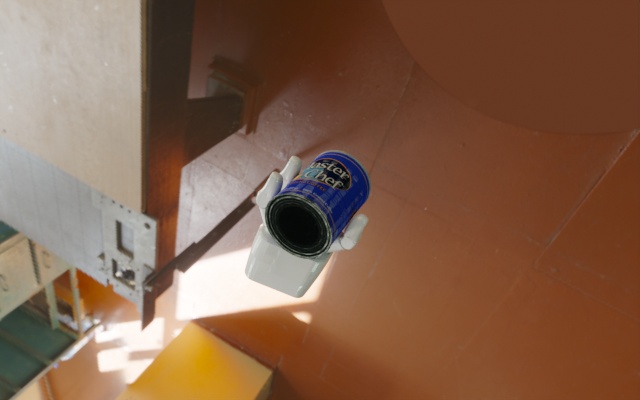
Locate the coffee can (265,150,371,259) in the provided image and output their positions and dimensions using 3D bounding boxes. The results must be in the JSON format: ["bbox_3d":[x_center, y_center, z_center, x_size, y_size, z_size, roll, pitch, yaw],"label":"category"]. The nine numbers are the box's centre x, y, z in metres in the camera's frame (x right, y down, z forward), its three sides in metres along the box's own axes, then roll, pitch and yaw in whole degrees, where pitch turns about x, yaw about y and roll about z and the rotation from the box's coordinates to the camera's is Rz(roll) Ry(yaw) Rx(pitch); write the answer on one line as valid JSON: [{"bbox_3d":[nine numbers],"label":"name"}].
[{"bbox_3d":[0.000,0.002,0.684,0.103,0.103,0.140,0,29,30],"label":"coffee can"}]
